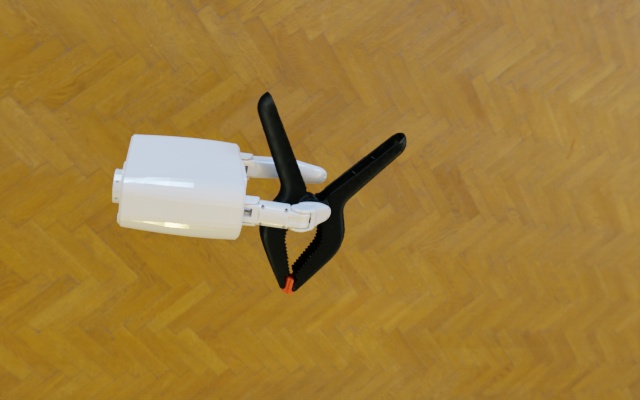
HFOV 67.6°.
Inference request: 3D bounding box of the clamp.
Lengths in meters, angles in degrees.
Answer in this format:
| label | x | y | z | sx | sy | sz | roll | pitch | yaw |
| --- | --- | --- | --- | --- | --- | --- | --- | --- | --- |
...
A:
| label | x | y | z | sx | sy | sz | roll | pitch | yaw |
| --- | --- | --- | --- | --- | --- | --- | --- | --- | --- |
| clamp | 0.000 | 0.002 | 0.513 | 0.164 | 0.210 | 0.036 | 7 | 15 | -16 |
